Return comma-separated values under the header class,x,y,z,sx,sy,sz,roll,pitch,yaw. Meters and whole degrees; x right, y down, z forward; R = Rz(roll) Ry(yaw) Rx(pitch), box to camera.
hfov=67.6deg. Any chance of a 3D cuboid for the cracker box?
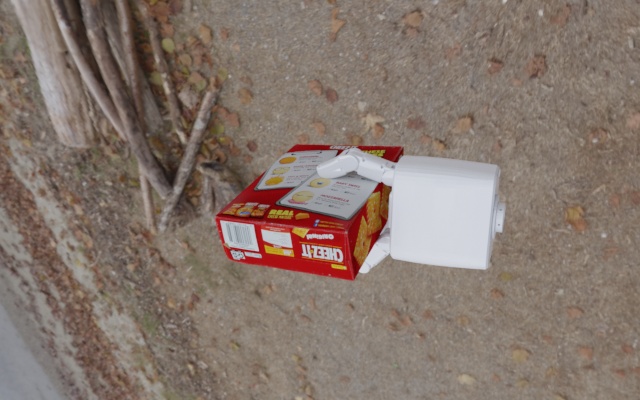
class,x,y,z,sx,sy,sz,roll,pitch,yaw
cracker box,0.000,0.002,0.595,0.164,0.072,0.213,5,30,24
